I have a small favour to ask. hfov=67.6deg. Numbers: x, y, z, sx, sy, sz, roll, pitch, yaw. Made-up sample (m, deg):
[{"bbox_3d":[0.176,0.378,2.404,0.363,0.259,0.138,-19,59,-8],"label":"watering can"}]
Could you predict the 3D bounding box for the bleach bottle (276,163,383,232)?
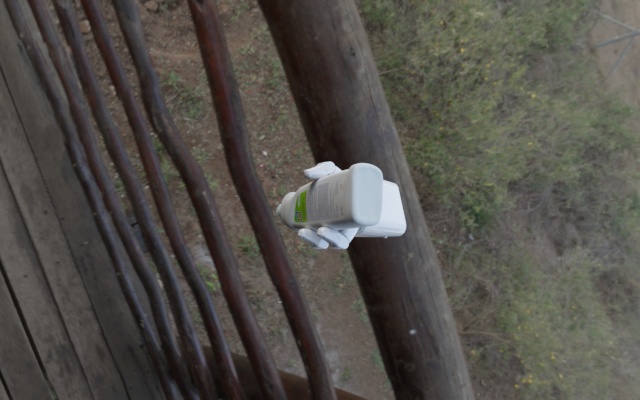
[{"bbox_3d":[0.000,0.003,0.841,0.068,0.102,0.251,8,-10,-36],"label":"bleach bottle"}]
